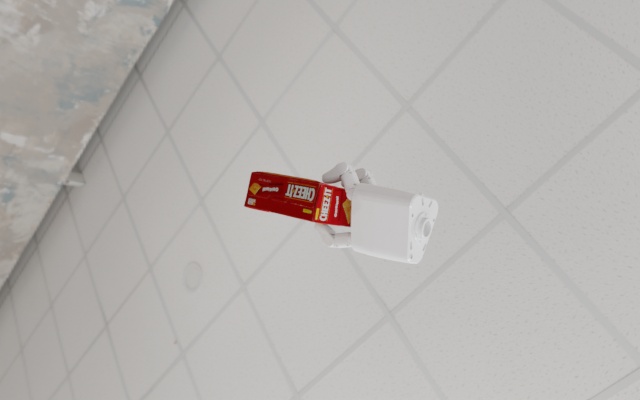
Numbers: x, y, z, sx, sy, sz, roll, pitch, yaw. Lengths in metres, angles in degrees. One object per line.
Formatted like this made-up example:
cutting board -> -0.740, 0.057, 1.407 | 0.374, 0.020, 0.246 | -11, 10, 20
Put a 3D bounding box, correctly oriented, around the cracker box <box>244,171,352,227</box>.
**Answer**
cracker box -> 0.000, 0.003, 0.855 | 0.164, 0.072, 0.214 | 10, -1, 39
